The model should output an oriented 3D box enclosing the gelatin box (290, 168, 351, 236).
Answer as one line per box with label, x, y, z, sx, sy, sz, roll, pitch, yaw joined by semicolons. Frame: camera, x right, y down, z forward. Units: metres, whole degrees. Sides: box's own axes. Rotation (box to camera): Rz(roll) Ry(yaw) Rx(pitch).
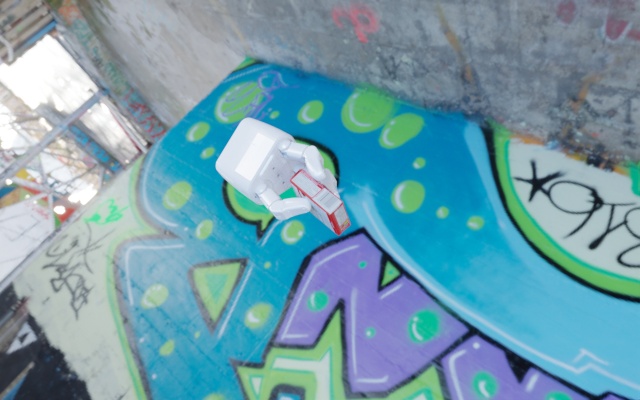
gelatin box;0.000;0.003;0.698;0.089;0.030;0.073;40;-13;28
